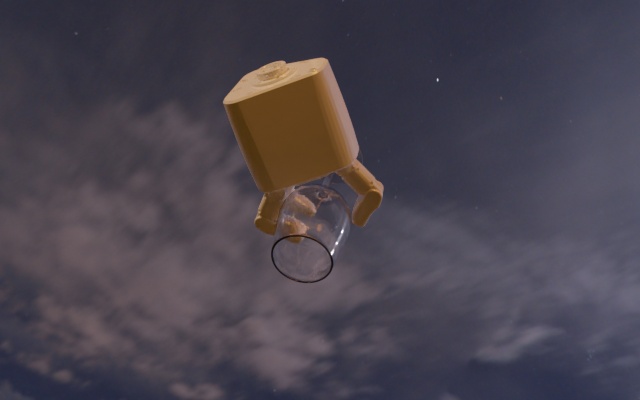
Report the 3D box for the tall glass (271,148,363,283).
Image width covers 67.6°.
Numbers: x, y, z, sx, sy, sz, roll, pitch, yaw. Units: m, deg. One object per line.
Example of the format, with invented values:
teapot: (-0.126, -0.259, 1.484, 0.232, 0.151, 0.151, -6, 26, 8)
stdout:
tall glass: (0.000, 0.001, 0.540, 0.079, 0.079, 0.201, 0, 34, 13)
